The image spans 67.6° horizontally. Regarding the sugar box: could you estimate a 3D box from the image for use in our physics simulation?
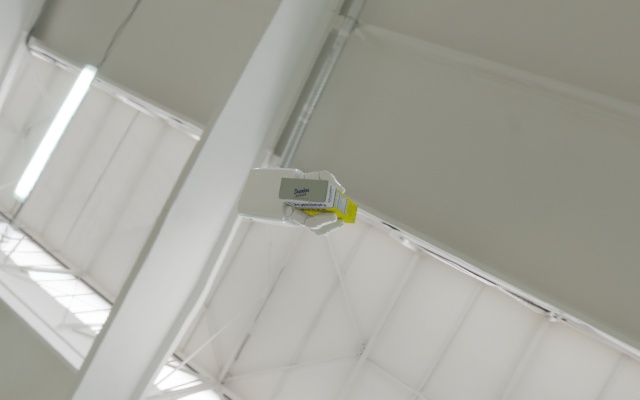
[{"bbox_3d":[0.000,0.003,0.899,0.093,0.048,0.176,4,-10,23],"label":"sugar box"}]
